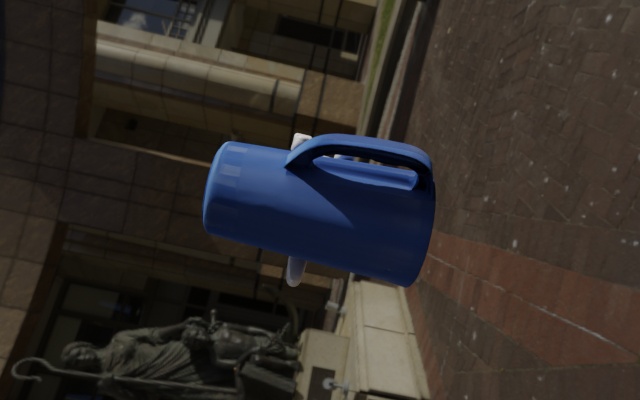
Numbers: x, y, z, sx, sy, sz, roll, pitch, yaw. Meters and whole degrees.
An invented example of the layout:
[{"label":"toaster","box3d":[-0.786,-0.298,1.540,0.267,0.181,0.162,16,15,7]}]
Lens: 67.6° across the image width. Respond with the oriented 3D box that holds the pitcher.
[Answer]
[{"label":"pitcher","box3d":[0.000,0.002,0.535,0.243,0.149,0.145,12,-1,-3]}]
